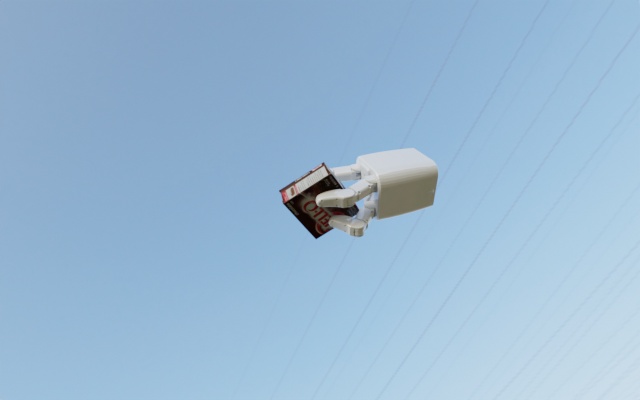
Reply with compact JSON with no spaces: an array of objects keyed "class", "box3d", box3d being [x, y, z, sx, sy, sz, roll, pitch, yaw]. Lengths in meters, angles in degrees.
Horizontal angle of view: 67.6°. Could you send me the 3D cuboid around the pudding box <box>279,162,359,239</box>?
[{"class":"pudding box","box3d":[0.000,0.002,0.773,0.090,0.039,0.113,-33,-48,8]}]
